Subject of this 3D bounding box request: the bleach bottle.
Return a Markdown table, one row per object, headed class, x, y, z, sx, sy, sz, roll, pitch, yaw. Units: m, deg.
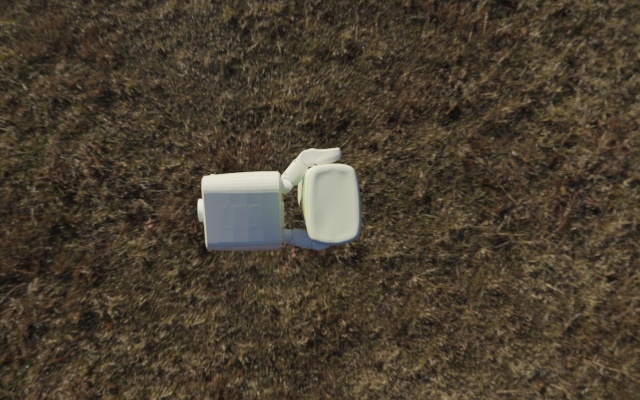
| class | x | y | z | sx | sy | sz | roll | pitch | yaw |
| --- | --- | --- | --- | --- | --- | --- | --- | --- | --- |
| bleach bottle | 0.000 | 0.002 | 0.695 | 0.068 | 0.102 | 0.251 | -2 | 1 | -8 |
